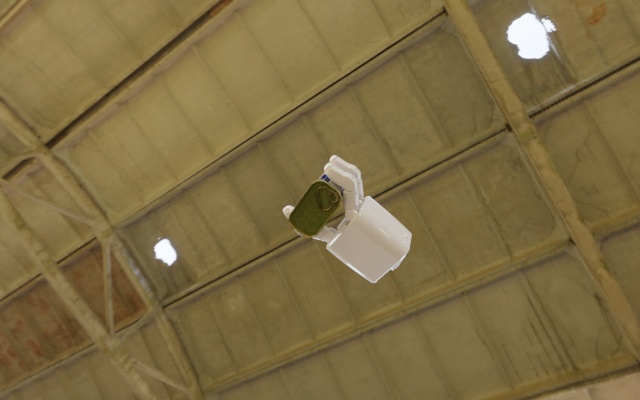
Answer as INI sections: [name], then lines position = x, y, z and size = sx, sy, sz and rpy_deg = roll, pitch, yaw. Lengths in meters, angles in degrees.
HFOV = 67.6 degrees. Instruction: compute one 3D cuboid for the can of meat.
[can of meat]
position = 0.000, 0.003, 0.814
size = 0.057, 0.102, 0.084
rpy_deg = 37, 23, 1
